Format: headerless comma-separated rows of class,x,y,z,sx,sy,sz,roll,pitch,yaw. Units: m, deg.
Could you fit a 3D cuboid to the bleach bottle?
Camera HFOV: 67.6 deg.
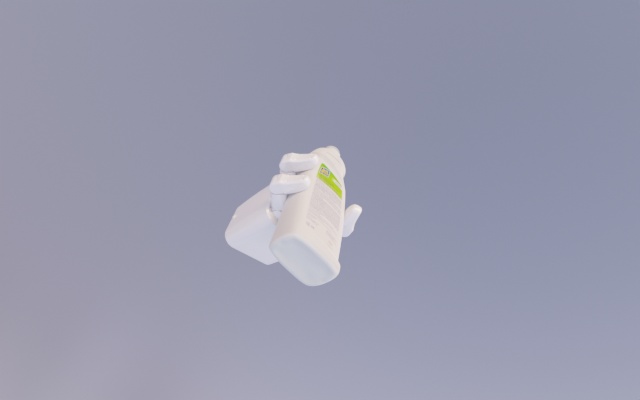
bleach bottle,0.000,0.002,0.727,0.068,0.102,0.250,-28,27,32
